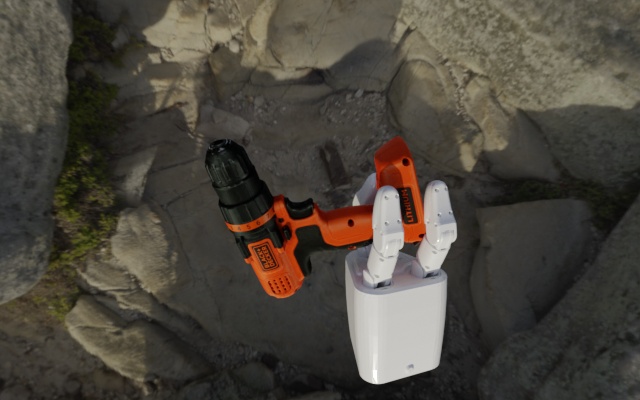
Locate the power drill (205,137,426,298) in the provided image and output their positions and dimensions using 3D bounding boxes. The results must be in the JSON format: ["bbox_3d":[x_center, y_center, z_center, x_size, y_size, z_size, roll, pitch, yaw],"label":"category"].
[{"bbox_3d":[0.001,0.002,0.466,0.187,0.184,0.057,-16,34,6],"label":"power drill"}]
